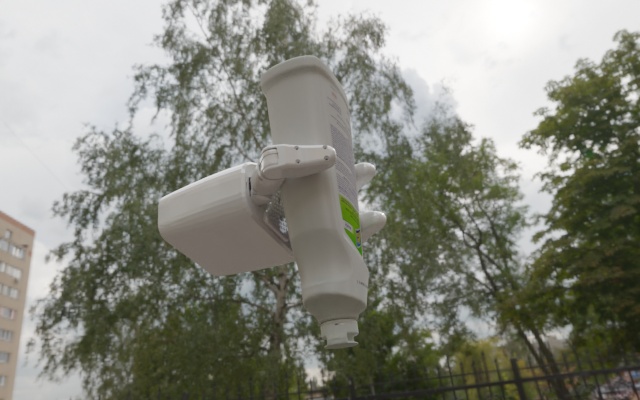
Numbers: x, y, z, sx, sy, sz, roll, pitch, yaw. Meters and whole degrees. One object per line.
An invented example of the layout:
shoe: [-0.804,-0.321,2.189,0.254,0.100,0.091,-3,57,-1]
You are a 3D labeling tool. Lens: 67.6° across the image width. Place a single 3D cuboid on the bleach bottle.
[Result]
bleach bottle: [0.000,0.001,0.430,0.068,0.250,0.103,-16,-25,21]
